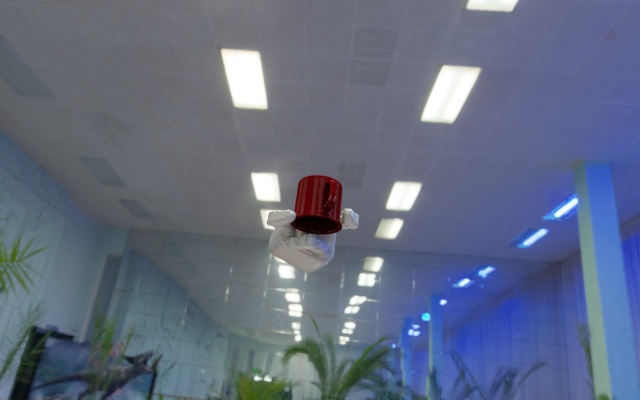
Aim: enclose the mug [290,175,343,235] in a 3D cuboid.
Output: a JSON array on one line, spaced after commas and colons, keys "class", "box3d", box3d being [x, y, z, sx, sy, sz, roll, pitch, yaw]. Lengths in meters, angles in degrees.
[{"class": "mug", "box3d": [0.001, 0.002, 0.839, 0.093, 0.081, 0.117, 13, -25, -15]}]
